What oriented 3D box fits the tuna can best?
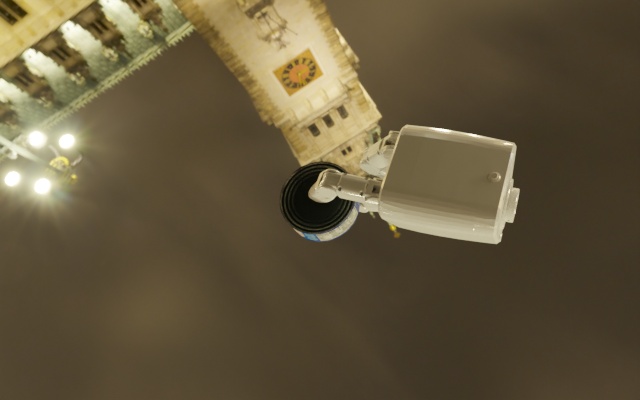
[{"bbox_3d":[0.000,0.002,0.532,0.086,0.086,0.034,0,-23,16],"label":"tuna can"}]
